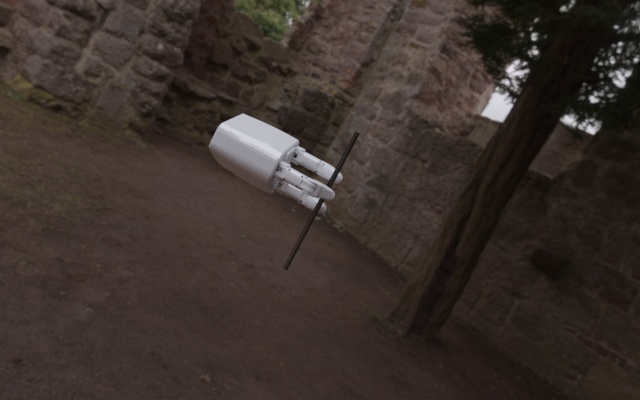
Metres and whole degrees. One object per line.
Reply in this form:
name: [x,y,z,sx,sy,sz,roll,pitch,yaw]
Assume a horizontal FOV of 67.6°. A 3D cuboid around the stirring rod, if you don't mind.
stirring rod: [0.000,0.002,0.736,0.011,0.239,0.011,28,7,-4]
